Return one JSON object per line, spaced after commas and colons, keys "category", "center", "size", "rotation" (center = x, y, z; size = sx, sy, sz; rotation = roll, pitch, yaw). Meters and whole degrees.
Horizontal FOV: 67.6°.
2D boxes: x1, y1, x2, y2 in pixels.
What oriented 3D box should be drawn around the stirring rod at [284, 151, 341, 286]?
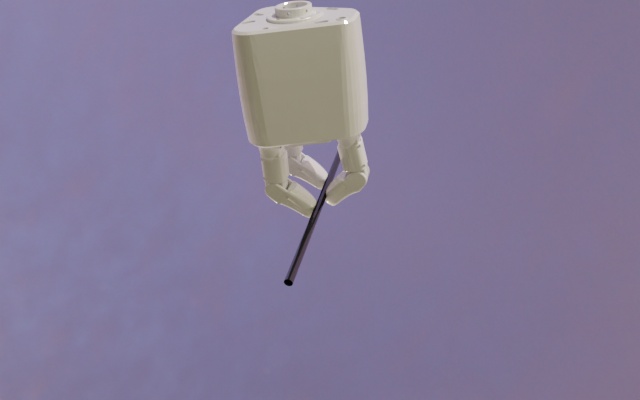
{"category": "stirring rod", "center": [0.000, 0.002, 0.499], "size": [0.011, 0.011, 0.239], "rotation": [0, 34, 16]}
